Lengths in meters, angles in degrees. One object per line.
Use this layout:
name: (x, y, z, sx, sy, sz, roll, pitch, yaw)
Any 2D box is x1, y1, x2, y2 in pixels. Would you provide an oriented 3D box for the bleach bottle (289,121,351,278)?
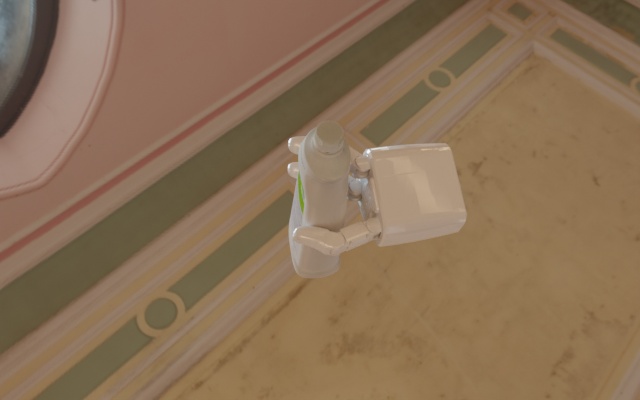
bleach bottle: (0.000, 0.002, 0.579, 0.068, 0.102, 0.251, -7, -29, -10)
